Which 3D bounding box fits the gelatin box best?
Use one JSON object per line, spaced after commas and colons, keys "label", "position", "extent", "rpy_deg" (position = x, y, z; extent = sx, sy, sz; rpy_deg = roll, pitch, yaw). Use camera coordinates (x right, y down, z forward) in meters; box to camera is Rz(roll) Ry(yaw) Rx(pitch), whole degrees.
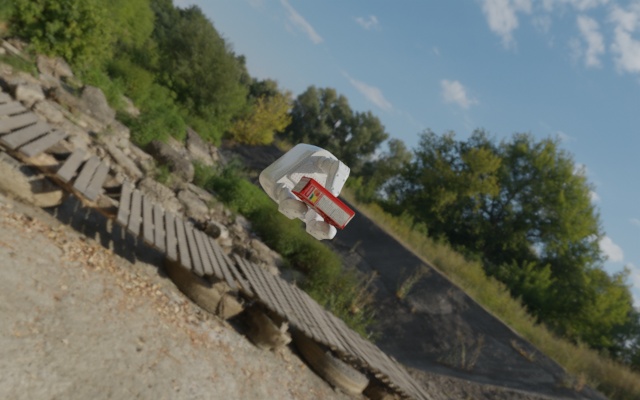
{"label": "gelatin box", "position": [0.000, 0.002, 0.640], "extent": [0.073, 0.030, 0.089], "rpy_deg": [40, -5, -11]}
